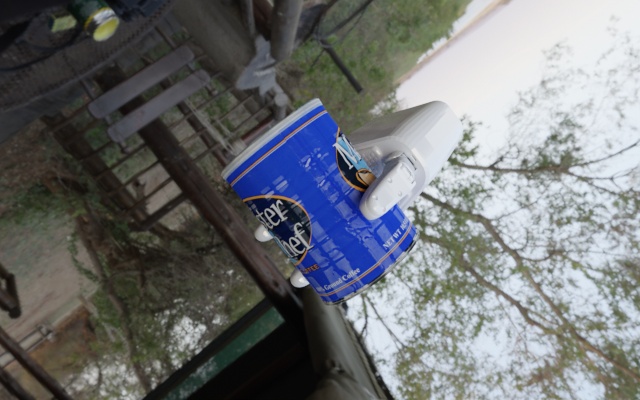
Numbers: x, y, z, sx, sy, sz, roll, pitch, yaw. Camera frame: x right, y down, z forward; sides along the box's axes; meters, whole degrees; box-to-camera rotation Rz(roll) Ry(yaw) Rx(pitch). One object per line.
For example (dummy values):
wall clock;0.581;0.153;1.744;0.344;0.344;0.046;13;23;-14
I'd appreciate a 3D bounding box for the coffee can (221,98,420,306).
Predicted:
coffee can;0.000;0.001;0.402;0.103;0.140;0.103;-38;5;4
